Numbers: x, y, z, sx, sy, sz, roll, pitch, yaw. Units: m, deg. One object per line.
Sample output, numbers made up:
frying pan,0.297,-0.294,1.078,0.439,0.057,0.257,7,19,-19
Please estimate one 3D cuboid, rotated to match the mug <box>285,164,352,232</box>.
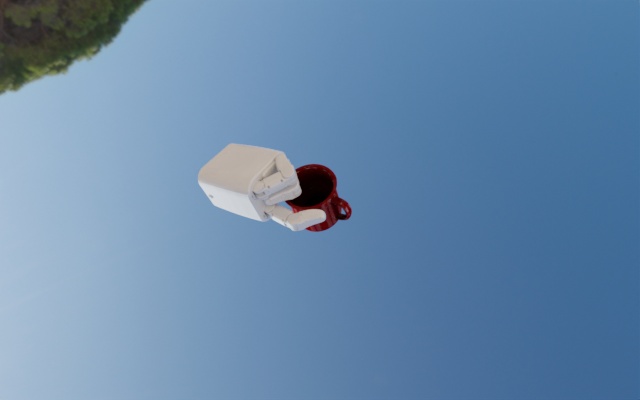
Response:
mug,0.001,0.003,0.799,0.117,0.093,0.082,17,-29,25
